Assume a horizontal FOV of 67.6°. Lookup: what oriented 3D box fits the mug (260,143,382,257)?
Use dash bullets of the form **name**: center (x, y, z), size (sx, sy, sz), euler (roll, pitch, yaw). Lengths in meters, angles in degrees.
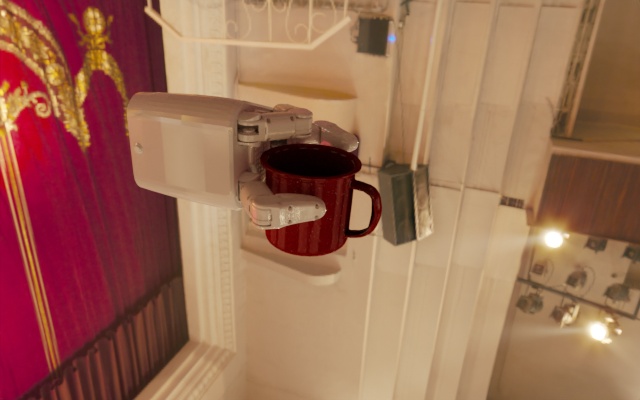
- **mug**: center (0.001, 0.002, 0.446), size (0.117, 0.081, 0.093), euler (12, 26, 17)
